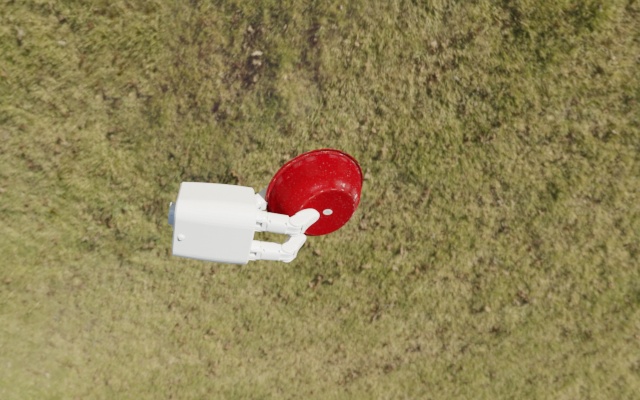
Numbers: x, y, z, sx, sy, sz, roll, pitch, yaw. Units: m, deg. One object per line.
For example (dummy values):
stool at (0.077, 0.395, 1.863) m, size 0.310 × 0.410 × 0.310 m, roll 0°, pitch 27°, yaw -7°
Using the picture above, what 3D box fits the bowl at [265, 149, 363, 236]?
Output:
bowl at (0.002, 0.002, 0.729) m, size 0.162 × 0.162 × 0.055 m, roll 0°, pitch 39°, yaw -26°
